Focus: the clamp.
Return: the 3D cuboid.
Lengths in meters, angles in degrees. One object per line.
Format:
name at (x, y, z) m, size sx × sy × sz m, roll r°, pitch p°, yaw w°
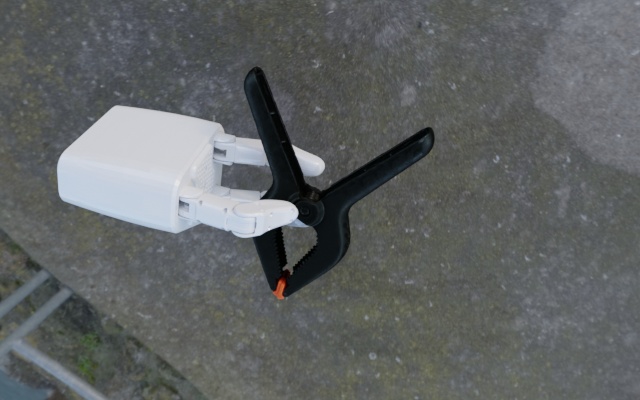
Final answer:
clamp at (0.000, 0.002, 0.428) m, size 0.164 × 0.210 × 0.036 m, roll 14°, pitch 24°, yaw 8°
